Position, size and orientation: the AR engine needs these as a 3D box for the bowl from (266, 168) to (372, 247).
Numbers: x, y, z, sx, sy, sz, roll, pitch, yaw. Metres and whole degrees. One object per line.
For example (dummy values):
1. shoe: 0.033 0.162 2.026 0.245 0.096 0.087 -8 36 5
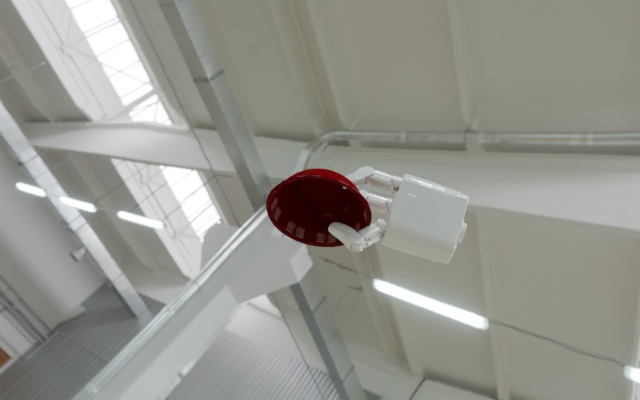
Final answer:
1. bowl: -0.001 0.002 0.738 0.162 0.055 0.162 5 -42 5
